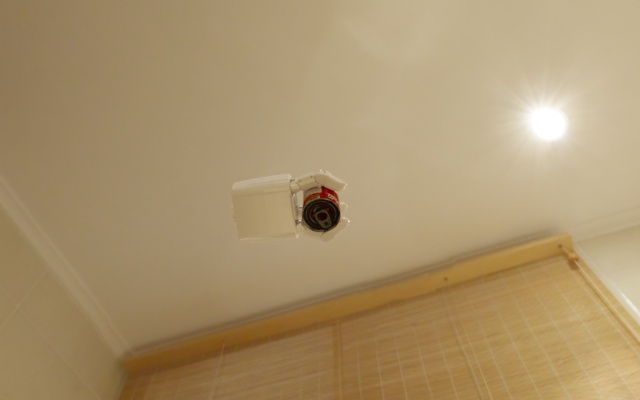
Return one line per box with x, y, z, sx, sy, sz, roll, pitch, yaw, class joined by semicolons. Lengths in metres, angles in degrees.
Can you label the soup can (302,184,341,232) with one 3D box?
0.001;0.003;0.867;0.068;0.068;0.102;0;28;-1;soup can
